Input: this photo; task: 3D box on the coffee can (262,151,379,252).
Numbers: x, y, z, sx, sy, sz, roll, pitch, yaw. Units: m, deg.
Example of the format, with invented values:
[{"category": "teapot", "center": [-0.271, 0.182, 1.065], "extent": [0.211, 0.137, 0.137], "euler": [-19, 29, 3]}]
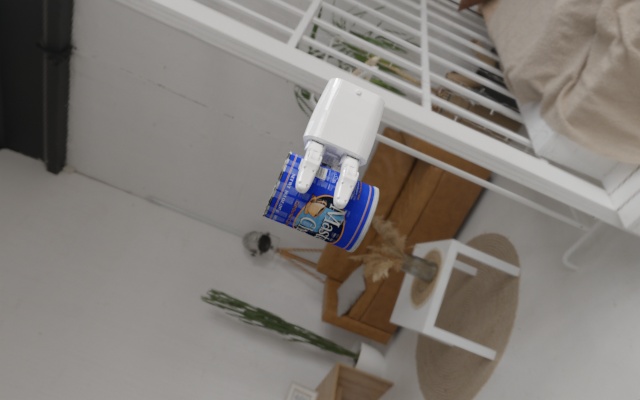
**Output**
[{"category": "coffee can", "center": [0.000, 0.003, 0.694], "extent": [0.140, 0.103, 0.103], "euler": [23, -3, -6]}]
